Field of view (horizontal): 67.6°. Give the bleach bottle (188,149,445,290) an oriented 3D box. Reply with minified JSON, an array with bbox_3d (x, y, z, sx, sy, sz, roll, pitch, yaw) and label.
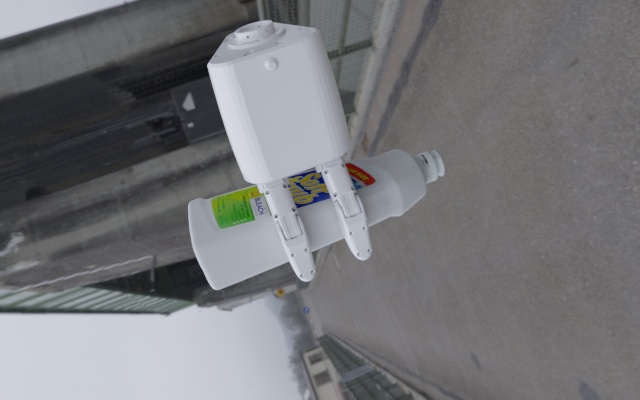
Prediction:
[{"bbox_3d":[0.000,0.002,0.477,0.251,0.068,0.102,-20,32,-7],"label":"bleach bottle"}]
